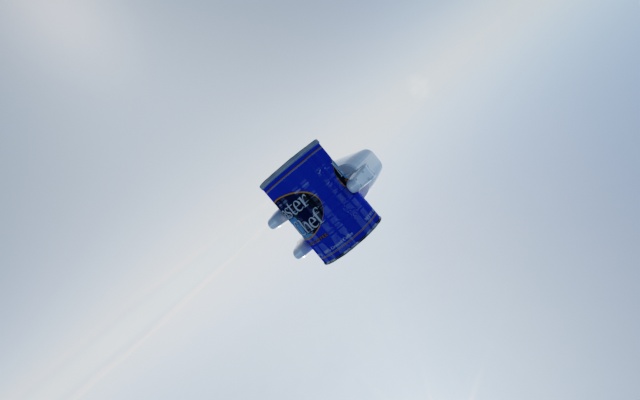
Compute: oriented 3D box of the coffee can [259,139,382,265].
[{"bbox_3d":[0.000,0.002,0.654,0.103,0.140,0.103,-40,3,3],"label":"coffee can"}]
